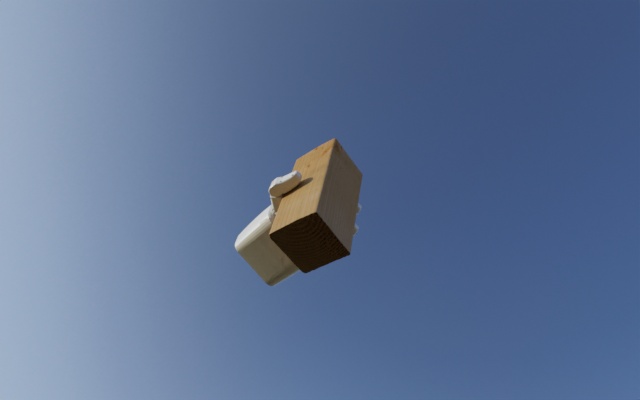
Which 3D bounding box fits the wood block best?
[{"bbox_3d":[0.000,0.002,0.763,0.090,0.091,0.206,-26,28,27],"label":"wood block"}]
